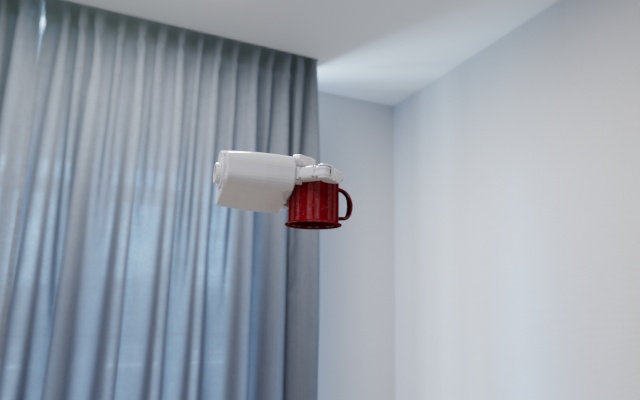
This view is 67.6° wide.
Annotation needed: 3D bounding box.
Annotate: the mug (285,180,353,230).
[{"bbox_3d":[0.001,0.002,0.786,0.117,0.081,0.093,5,-12,-21],"label":"mug"}]
